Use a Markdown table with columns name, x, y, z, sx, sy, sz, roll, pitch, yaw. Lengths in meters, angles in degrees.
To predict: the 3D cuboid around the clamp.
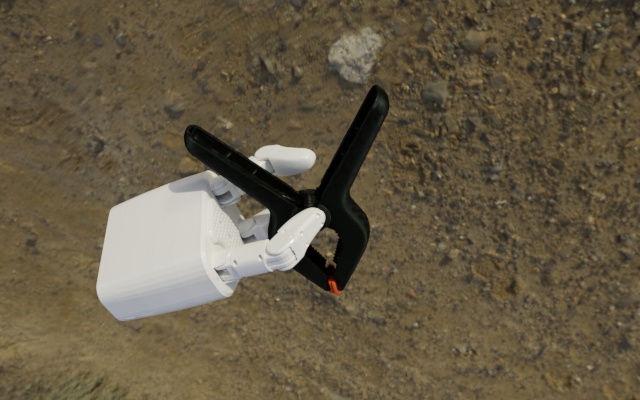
| name | x | y | z | sx | sy | sz | roll | pitch | yaw |
| --- | --- | --- | --- | --- | --- | --- | --- | --- | --- |
| clamp | 0.000 | 0.002 | 0.421 | 0.164 | 0.210 | 0.036 | -16 | 35 | 13 |
